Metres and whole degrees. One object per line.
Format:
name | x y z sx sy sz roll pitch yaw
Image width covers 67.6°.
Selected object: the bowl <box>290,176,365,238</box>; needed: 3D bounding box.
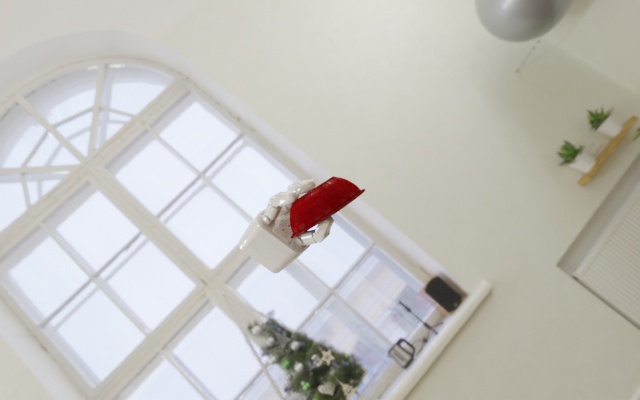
bowl | 0.001 0.002 0.868 0.162 0.055 0.162 -33 2 1
